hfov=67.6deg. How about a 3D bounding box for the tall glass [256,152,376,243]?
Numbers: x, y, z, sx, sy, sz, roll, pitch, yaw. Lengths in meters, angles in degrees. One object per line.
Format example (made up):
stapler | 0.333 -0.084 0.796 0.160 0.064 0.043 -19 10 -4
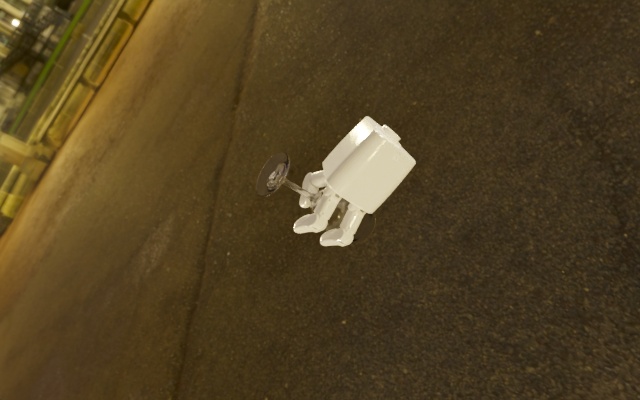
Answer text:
tall glass | 0.000 0.002 0.758 0.201 0.079 0.079 31 -19 -34
